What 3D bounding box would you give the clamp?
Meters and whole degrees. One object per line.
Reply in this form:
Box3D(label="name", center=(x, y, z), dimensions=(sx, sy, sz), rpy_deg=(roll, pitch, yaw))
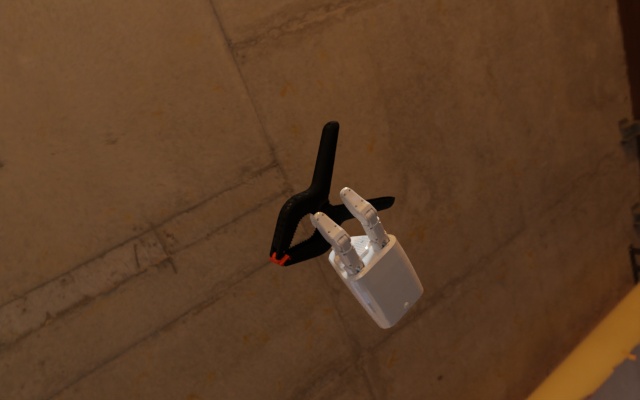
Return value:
Box3D(label="clamp", center=(-0.001, 0.003, 0.673), dimensions=(0.210, 0.165, 0.036), rpy_deg=(-42, 22, -20))
